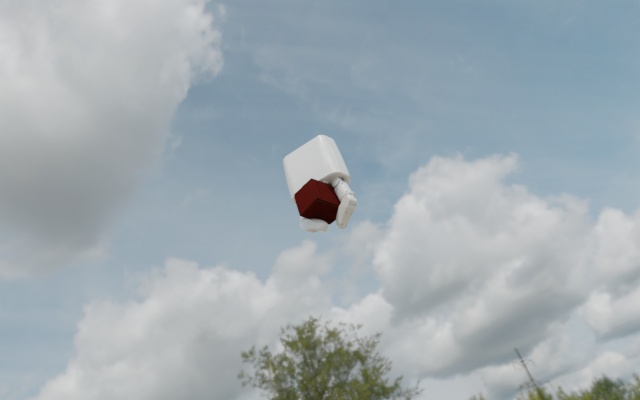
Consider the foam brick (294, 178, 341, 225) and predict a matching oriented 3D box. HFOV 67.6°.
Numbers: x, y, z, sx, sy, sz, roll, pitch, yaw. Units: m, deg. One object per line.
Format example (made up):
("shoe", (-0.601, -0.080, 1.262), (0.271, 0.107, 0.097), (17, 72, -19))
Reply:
("foam brick", (0.000, 0.003, 0.868), (0.078, 0.051, 0.053), (19, -48, -41))
